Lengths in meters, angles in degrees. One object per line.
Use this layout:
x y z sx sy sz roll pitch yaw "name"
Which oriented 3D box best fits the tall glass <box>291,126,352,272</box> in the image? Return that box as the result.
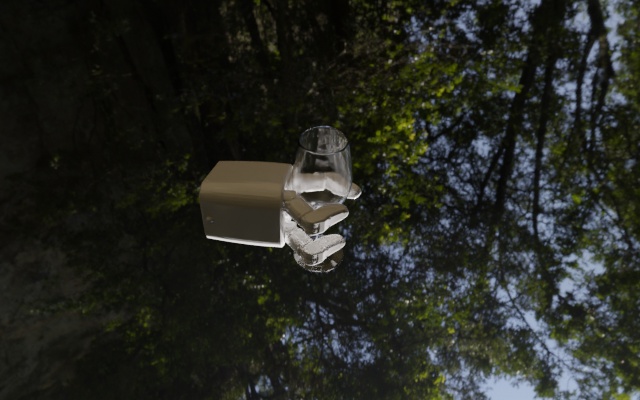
0.000 0.003 0.637 0.079 0.201 0.079 2 41 -1 "tall glass"
